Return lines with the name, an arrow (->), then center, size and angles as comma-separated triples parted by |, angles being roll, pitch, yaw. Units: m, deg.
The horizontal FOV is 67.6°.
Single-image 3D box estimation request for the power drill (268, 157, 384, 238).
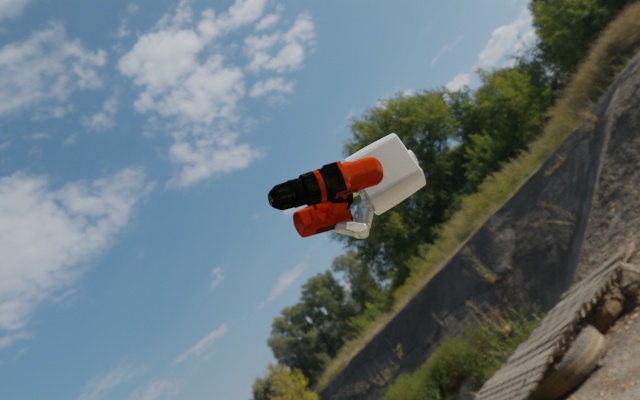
power drill -> 0.000, 0.003, 0.787 | 0.184, 0.057, 0.188 | -15, -19, -14
